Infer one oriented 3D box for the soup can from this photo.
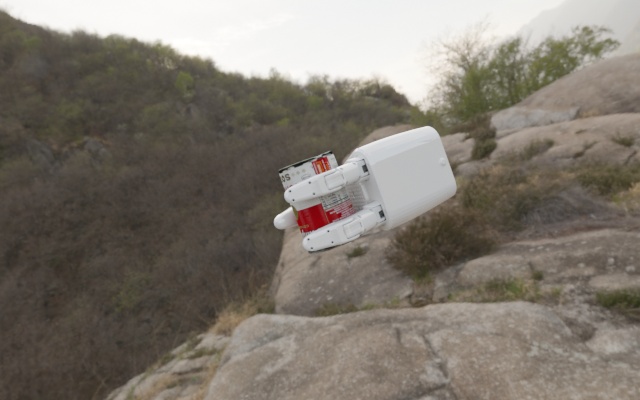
[{"bbox_3d":[0.000,0.002,0.549,0.068,0.102,0.068,-20,4,2],"label":"soup can"}]
